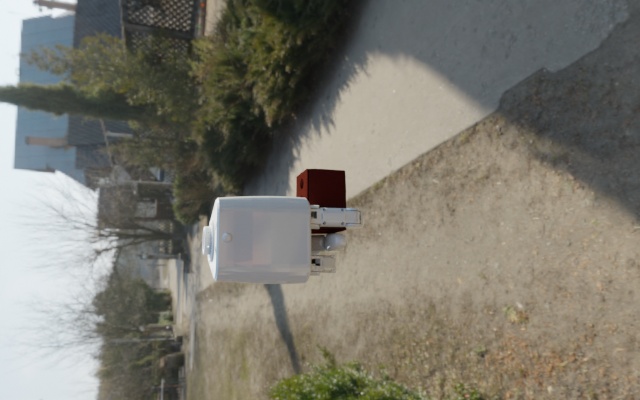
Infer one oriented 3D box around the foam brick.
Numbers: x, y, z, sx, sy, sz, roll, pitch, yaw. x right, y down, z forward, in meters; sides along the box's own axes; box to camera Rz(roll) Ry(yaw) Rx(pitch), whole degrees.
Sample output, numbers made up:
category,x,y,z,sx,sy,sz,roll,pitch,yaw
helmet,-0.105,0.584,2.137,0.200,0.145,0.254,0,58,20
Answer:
category,x,y,z,sx,sy,sz,roll,pitch,yaw
foam brick,0.000,0.002,0.604,0.051,0.078,0.053,2,-9,-17
